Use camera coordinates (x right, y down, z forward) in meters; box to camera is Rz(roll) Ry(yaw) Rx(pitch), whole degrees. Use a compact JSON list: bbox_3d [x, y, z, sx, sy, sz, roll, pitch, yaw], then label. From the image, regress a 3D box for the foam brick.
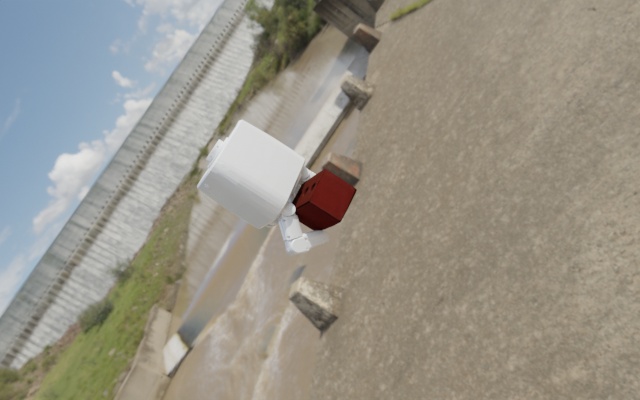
[{"bbox_3d":[0.000,0.002,0.628,0.051,0.053,0.078,34,-26,-14],"label":"foam brick"}]
